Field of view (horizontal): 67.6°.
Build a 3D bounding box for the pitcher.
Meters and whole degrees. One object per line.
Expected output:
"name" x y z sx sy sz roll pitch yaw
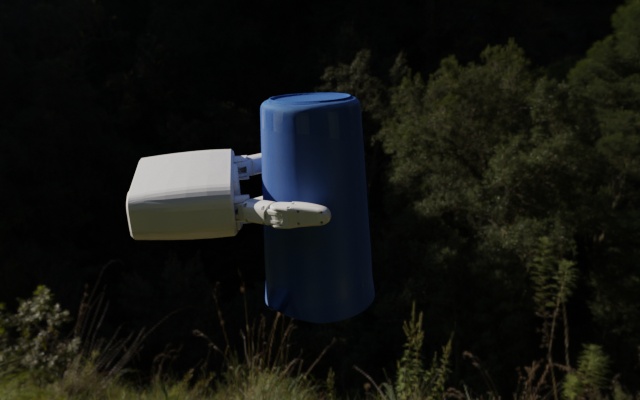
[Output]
"pitcher" 0.000 0.002 0.554 0.145 0.243 0.149 -4 18 -6
